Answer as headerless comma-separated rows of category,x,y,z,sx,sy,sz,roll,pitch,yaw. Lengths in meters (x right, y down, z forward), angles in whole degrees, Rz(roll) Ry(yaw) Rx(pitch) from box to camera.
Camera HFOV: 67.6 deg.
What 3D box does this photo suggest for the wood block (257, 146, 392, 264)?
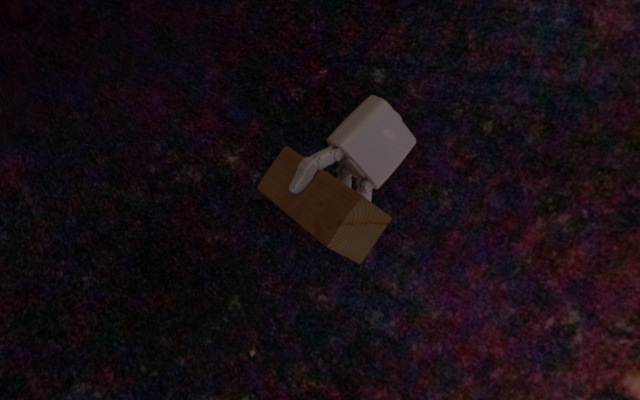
wood block,0.000,0.002,0.770,0.091,0.090,0.206,33,2,-45
